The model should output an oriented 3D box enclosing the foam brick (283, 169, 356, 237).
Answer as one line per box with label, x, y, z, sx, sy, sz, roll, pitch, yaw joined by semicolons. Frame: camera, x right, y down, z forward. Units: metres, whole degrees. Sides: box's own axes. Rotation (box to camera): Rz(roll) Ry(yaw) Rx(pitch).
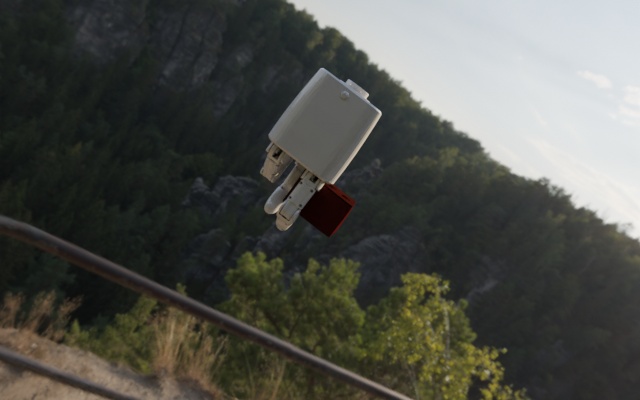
foam brick;0.000;0.002;0.616;0.078;0.051;0.053;38;9;4
